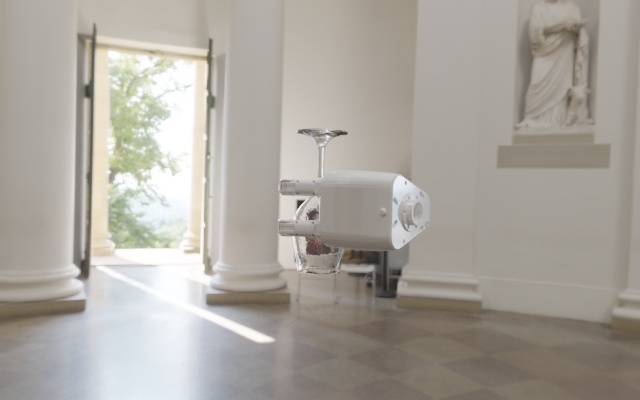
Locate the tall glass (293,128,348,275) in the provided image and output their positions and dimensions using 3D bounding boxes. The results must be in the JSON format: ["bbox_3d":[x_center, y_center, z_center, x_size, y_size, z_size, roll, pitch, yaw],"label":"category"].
[{"bbox_3d":[0.000,0.002,0.681,0.079,0.201,0.079,2,1,0],"label":"tall glass"}]
